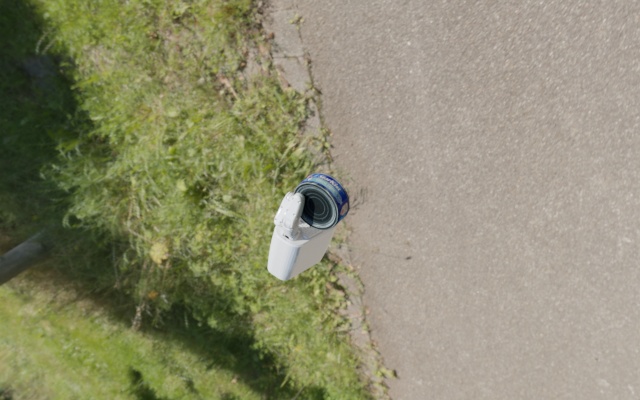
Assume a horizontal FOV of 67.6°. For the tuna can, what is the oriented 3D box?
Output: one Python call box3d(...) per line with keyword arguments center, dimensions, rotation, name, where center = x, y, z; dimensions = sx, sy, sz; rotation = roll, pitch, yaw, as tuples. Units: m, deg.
box3d(center=(0.000, 0.003, 0.737), dimensions=(0.086, 0.086, 0.033), rotation=(0, 27, 37), name="tuna can")
